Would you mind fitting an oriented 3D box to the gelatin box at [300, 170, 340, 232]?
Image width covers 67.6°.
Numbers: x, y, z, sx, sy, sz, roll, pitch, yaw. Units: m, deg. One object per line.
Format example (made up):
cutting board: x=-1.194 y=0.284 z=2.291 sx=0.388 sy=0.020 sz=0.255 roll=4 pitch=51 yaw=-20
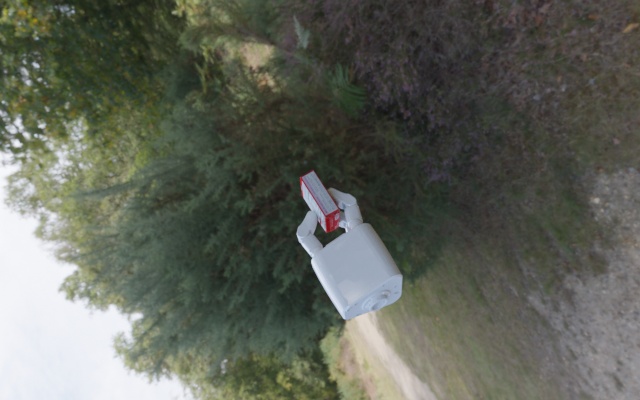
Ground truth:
gelatin box: x=0.000 y=0.003 z=0.813 sx=0.030 sy=0.089 sz=0.073 roll=-29 pitch=-21 yaw=-11
